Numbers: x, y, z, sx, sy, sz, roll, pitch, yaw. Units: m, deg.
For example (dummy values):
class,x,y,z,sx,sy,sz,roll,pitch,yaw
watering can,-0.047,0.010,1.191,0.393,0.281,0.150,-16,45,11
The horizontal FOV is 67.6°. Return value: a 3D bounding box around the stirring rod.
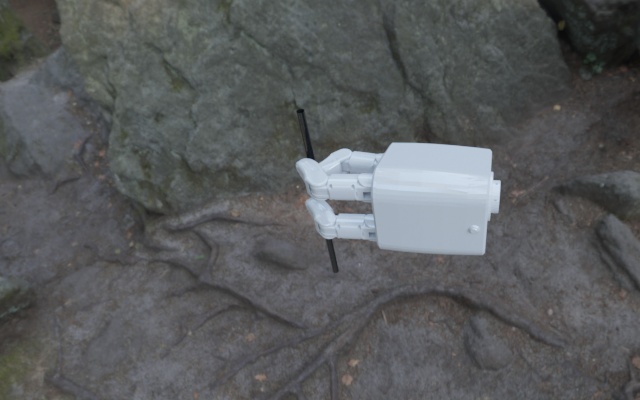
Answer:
class,x,y,z,sx,sy,sz,roll,pitch,yaw
stirring rod,0.000,0.002,0.550,0.011,0.240,0.011,-7,40,6
